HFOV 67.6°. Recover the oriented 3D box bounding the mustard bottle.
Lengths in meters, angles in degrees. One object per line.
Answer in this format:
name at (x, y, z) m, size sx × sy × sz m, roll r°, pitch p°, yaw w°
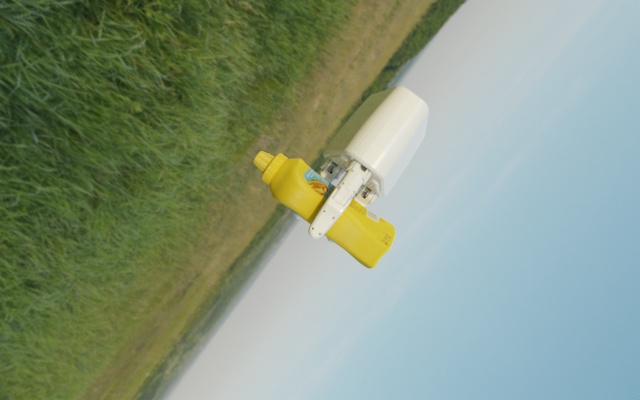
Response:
mustard bottle at (0.000, 0.002, 0.583) m, size 0.191 × 0.058 × 0.096 m, roll 36°, pitch 16°, yaw -1°
